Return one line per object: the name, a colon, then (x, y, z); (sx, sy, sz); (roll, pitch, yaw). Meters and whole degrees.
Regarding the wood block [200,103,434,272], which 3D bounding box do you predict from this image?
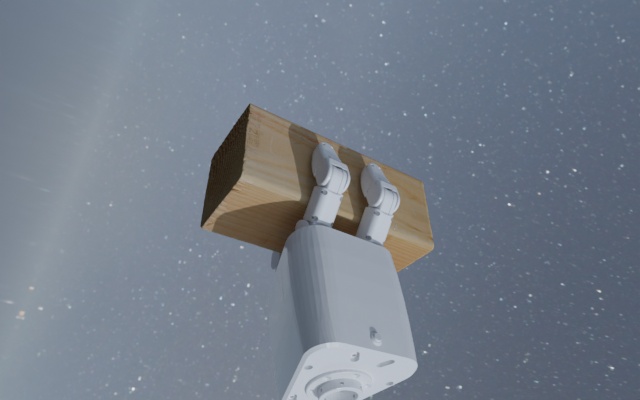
wood block: (0.000, 0.002, 0.472); (0.206, 0.090, 0.091); (21, -43, -26)
